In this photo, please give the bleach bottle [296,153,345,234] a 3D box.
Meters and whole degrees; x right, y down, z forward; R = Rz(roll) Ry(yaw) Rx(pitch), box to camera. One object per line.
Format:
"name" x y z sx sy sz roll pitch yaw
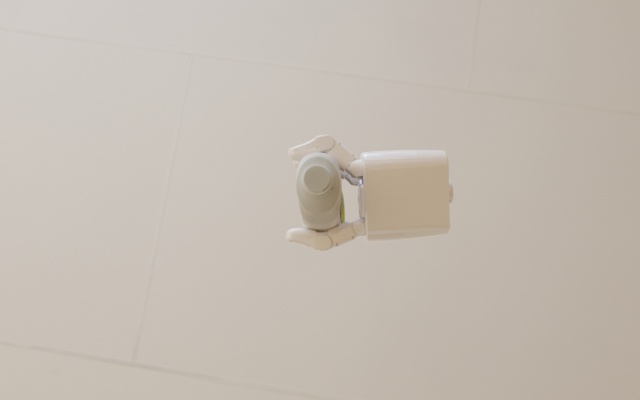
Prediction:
"bleach bottle" 0.000 0.002 0.624 0.068 0.102 0.251 -2 -8 2
